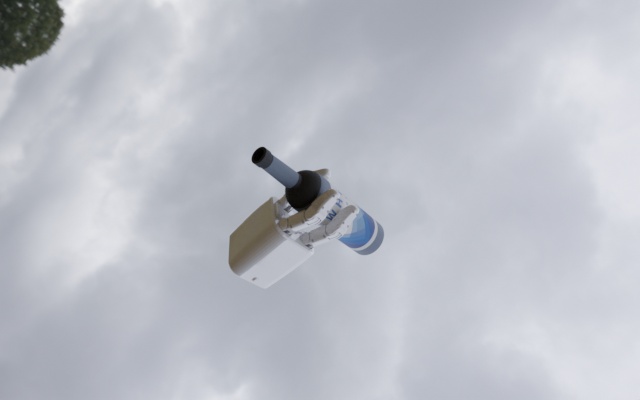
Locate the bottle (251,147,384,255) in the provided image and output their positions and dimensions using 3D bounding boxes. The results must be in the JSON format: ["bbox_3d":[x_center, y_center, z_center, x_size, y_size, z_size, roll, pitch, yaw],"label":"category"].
[{"bbox_3d":[0.000,0.003,0.756,0.069,0.069,0.296,0,-26,40],"label":"bottle"}]
